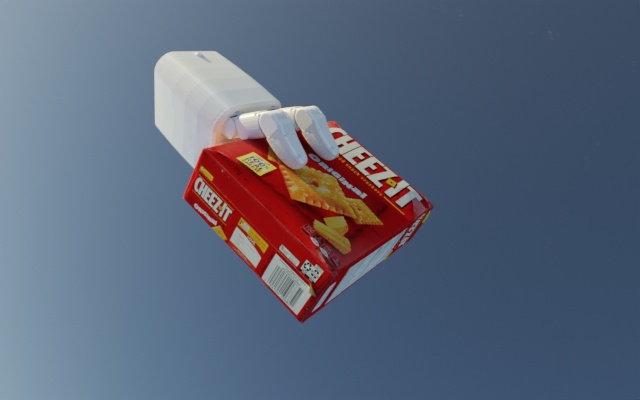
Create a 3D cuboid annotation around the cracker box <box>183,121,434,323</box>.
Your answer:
[{"bbox_3d":[0.000,0.002,0.486,0.164,0.072,0.213,43,35,17],"label":"cracker box"}]
